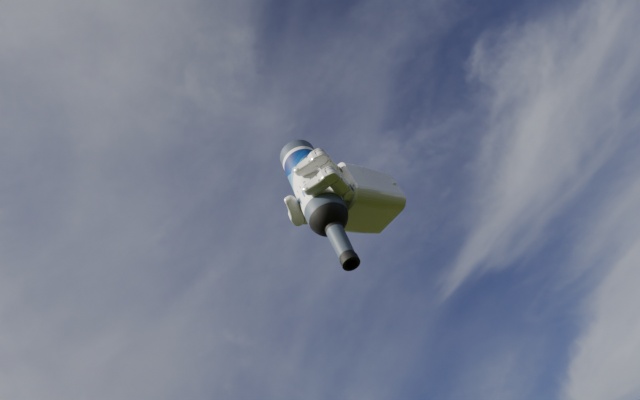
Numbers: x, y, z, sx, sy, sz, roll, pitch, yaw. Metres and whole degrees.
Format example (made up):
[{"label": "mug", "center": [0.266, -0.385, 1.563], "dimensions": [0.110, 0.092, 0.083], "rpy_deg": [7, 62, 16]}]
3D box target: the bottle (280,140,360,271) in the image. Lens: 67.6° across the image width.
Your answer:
[{"label": "bottle", "center": [0.000, 0.002, 0.783], "dimensions": [0.069, 0.069, 0.295], "rpy_deg": [0, 37, -22]}]
